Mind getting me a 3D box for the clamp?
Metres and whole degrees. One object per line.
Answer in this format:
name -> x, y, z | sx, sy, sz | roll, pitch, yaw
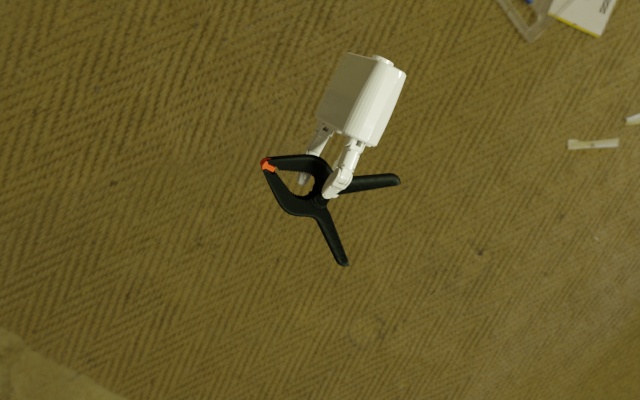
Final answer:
clamp -> 0.000, 0.002, 0.711 | 0.210, 0.164, 0.036 | 21, 9, -20
